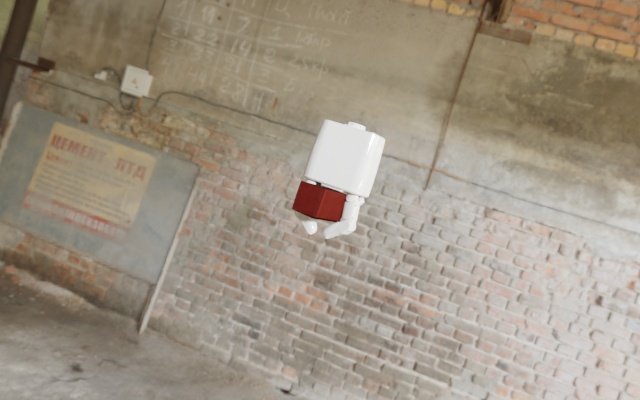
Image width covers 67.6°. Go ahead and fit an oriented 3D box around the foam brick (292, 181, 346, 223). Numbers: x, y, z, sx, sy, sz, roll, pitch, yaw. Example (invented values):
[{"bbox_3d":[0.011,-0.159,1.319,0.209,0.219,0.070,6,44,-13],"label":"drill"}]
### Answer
[{"bbox_3d":[0.000,0.003,0.798,0.053,0.051,0.078,21,5,33],"label":"foam brick"}]
